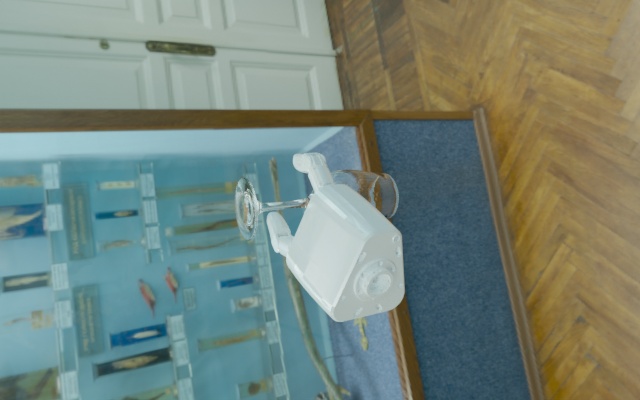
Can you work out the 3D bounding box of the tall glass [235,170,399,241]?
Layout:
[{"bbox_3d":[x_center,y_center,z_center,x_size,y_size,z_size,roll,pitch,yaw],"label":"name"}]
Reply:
[{"bbox_3d":[-0.001,0.002,0.602,0.201,0.079,0.079,-5,2,-28],"label":"tall glass"}]
